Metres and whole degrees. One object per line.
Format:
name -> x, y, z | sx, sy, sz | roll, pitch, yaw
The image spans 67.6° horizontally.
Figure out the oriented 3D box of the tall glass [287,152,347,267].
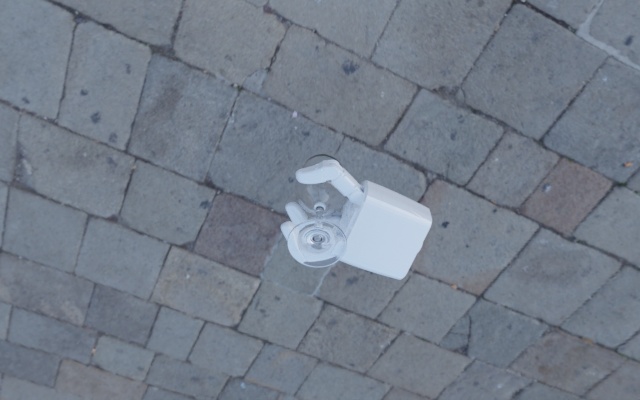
tall glass -> 0.000, 0.002, 0.675 | 0.079, 0.079, 0.201 | 0, 32, 3
